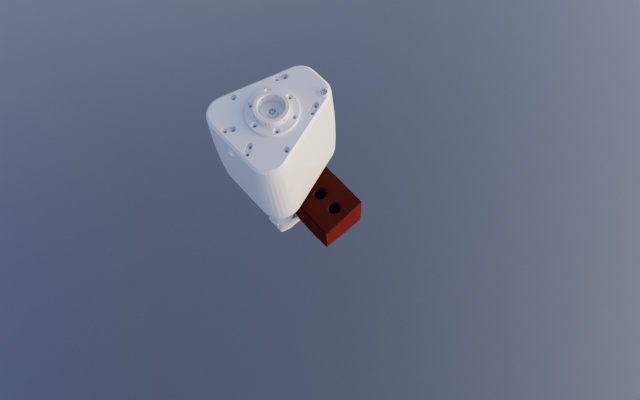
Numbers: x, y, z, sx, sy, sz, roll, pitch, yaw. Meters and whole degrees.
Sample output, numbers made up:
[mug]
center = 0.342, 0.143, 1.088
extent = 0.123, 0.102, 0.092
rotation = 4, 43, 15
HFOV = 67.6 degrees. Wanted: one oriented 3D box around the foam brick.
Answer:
[foam brick]
center = 0.000, 0.002, 0.522
extent = 0.053, 0.078, 0.051
rotation = -41, -16, -14
